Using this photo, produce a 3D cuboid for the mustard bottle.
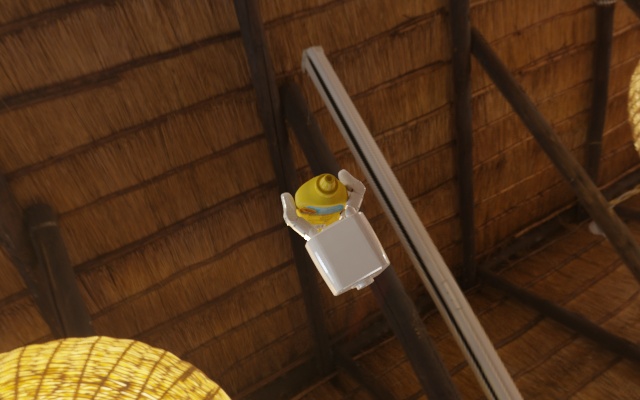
[{"bbox_3d":[0.000,0.003,0.876,0.096,0.058,0.192,-1,-23,-10],"label":"mustard bottle"}]
